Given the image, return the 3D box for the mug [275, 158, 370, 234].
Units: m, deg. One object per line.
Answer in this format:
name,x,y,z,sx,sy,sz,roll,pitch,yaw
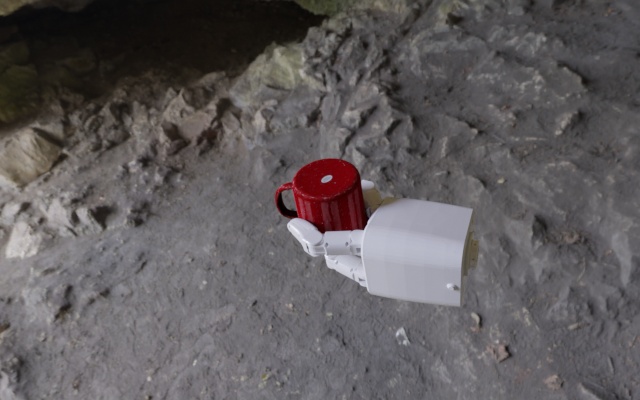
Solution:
mug,-0.001,0.002,0.584,0.117,0.082,0.093,5,42,19
